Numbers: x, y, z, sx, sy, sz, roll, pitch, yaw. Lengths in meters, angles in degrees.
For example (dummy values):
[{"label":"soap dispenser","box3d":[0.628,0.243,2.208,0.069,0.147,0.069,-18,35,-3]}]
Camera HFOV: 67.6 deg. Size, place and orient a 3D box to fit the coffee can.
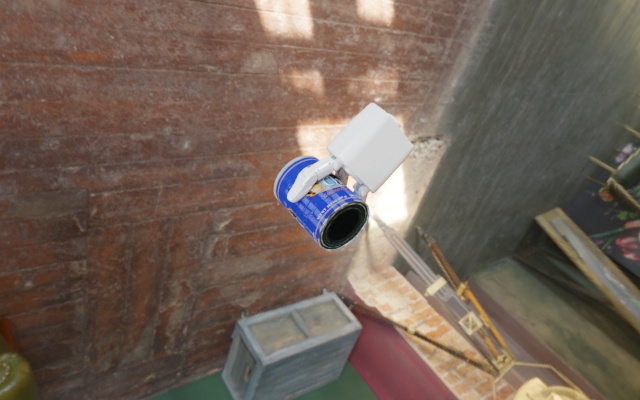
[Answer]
[{"label":"coffee can","box3d":[0.000,0.003,0.807,0.103,0.103,0.140,0,35,-44]}]
